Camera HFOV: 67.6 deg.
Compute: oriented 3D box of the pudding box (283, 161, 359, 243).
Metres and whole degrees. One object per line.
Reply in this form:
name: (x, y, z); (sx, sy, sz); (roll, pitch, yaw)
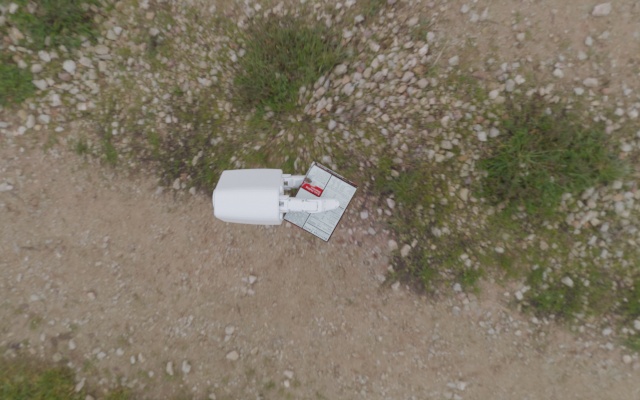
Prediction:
pudding box: (0.000, 0.003, 0.821); (0.090, 0.113, 0.039); (29, 9, -4)
